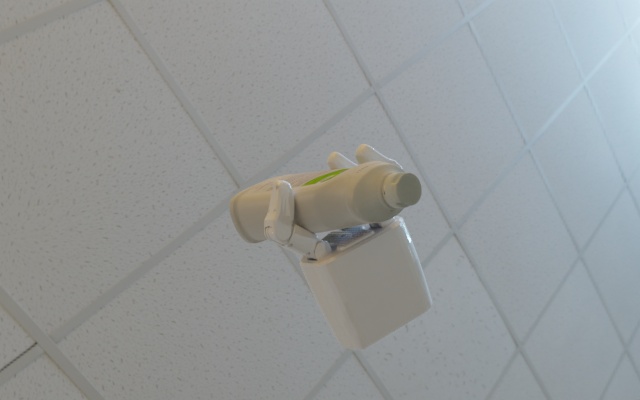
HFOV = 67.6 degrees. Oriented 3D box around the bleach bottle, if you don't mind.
[{"bbox_3d":[0.000,0.002,0.501,0.102,0.068,0.251,-29,12,-31],"label":"bleach bottle"}]
